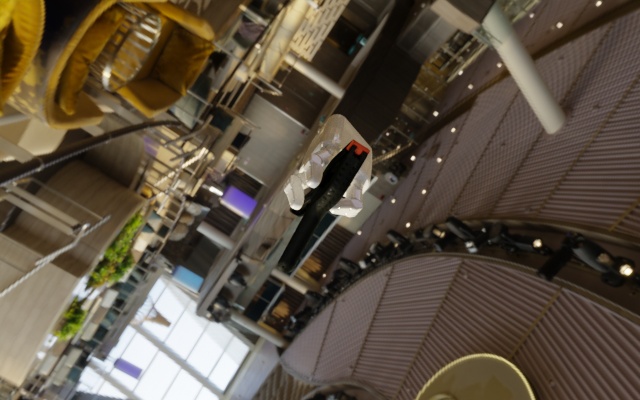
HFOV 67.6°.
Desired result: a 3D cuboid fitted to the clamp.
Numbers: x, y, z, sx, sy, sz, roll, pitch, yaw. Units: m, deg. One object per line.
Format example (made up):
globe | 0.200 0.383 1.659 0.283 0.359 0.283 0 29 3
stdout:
clamp | 0.001 0.002 0.706 0.036 0.210 0.164 30 36 -15
